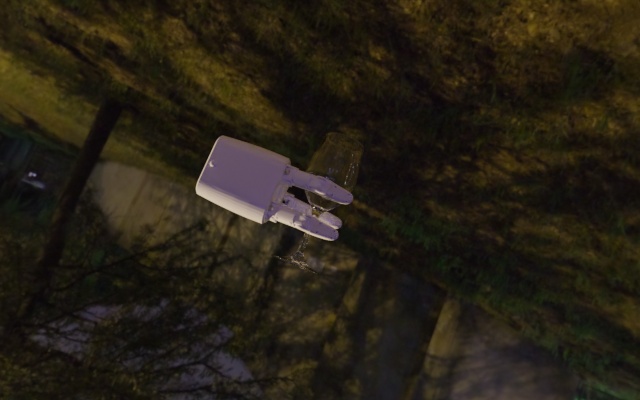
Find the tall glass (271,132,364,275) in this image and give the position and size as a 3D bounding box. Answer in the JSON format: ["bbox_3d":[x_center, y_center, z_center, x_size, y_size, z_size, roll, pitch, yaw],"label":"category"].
[{"bbox_3d":[0.000,0.003,0.702,0.079,0.201,0.079,22,-9,4],"label":"tall glass"}]
